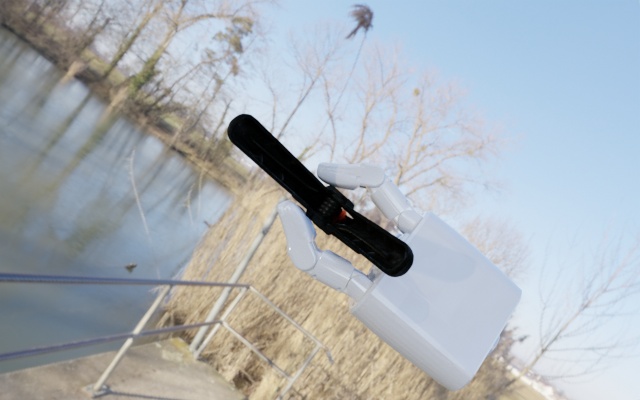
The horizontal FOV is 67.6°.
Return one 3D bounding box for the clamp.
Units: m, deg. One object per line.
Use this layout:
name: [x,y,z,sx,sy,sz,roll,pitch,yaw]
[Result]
clamp: [0.001,0.001,0.419,0.164,0.036,0.210,42,-3,5]
